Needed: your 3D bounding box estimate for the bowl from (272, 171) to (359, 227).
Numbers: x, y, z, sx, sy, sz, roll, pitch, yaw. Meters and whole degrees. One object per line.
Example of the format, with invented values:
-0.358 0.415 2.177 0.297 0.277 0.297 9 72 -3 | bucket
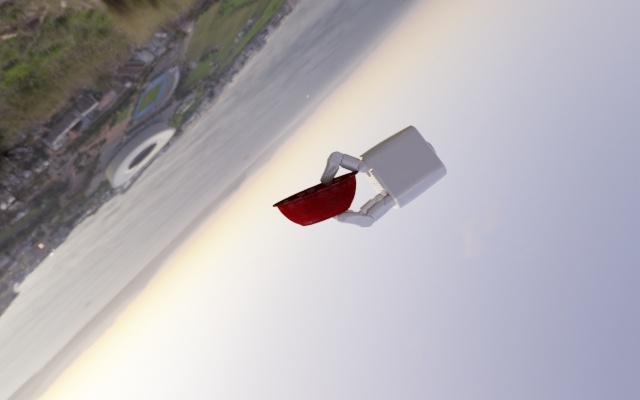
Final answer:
-0.001 0.004 0.829 0.162 0.055 0.162 -21 5 2 | bowl
